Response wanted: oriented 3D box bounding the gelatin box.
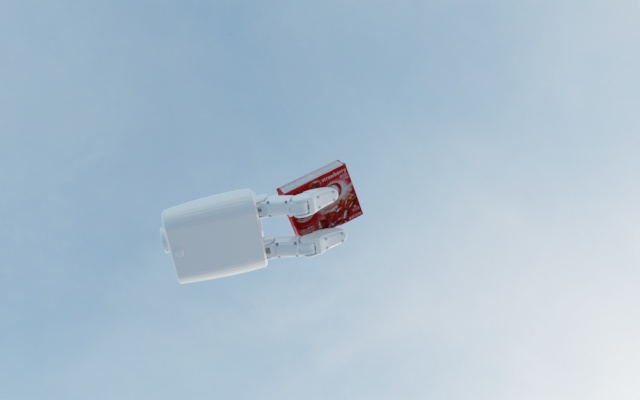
[{"bbox_3d":[0.000,0.002,0.590,0.089,0.073,0.030,-26,24,-11],"label":"gelatin box"}]
